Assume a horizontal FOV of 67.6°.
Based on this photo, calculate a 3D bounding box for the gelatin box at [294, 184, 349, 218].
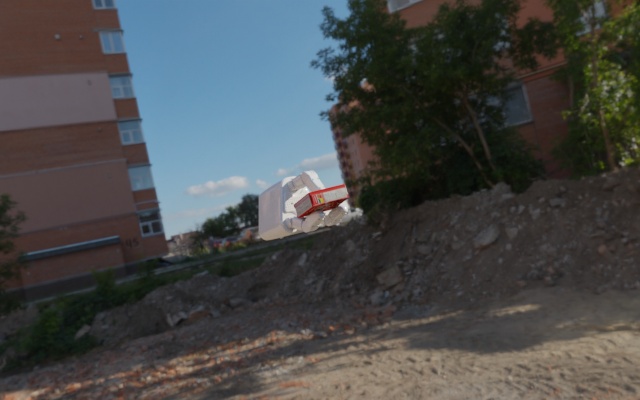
[{"bbox_3d":[0.000,0.002,0.866,0.073,0.030,0.089,-14,-10,-25],"label":"gelatin box"}]
